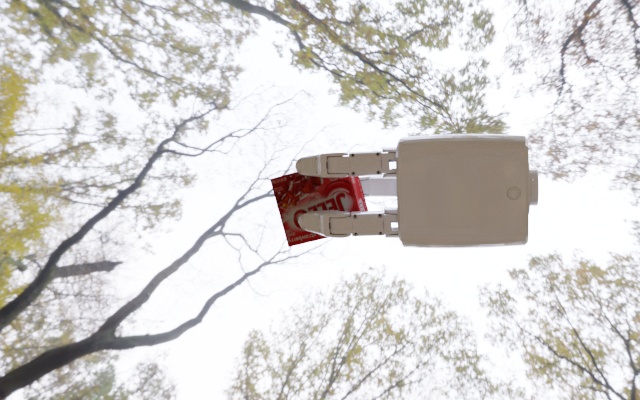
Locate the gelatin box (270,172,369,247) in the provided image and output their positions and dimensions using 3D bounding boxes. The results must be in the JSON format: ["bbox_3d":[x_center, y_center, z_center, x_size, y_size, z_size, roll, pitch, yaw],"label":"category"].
[{"bbox_3d":[0.000,0.002,0.482,0.089,0.073,0.030,-14,2,25],"label":"gelatin box"}]
